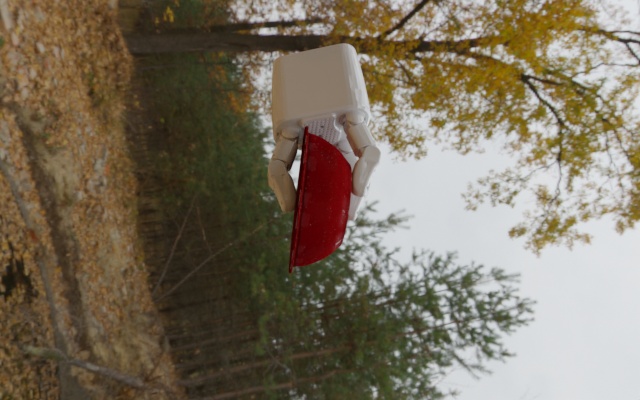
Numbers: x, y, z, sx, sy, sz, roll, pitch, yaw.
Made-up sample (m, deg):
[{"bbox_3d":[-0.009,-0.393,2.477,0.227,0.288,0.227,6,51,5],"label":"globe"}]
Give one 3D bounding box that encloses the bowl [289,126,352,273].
[{"bbox_3d":[0.000,0.003,0.525,0.055,0.162,0.162,7,-1,-4],"label":"bowl"}]
